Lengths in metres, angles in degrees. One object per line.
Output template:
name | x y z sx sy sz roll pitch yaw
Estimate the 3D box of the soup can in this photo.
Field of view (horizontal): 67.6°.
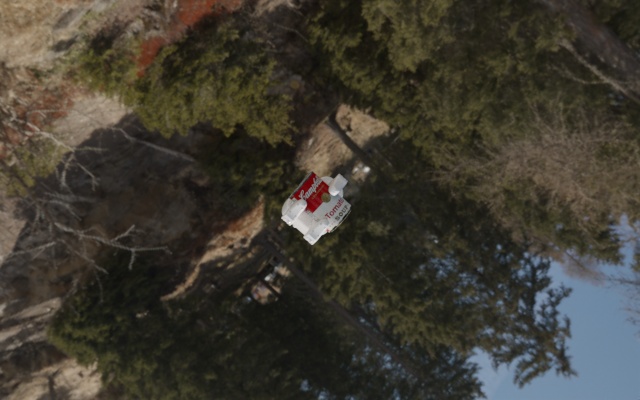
soup can | 0.001 0.003 0.893 0.102 0.068 0.068 42 -4 -4
